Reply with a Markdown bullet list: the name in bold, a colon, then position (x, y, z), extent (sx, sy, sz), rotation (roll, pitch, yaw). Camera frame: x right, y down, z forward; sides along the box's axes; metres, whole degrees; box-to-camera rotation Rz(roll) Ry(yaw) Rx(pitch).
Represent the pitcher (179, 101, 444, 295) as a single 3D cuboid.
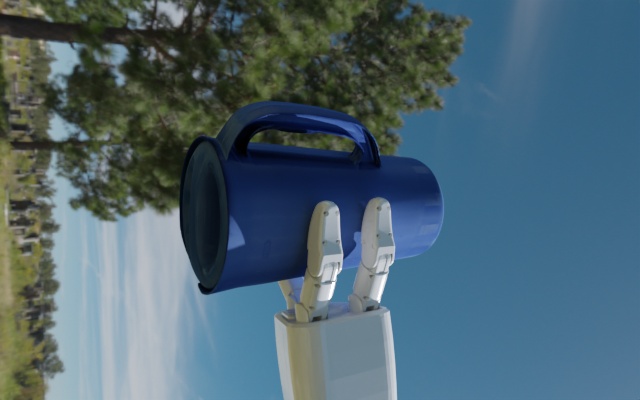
- **pitcher**: position (0.000, 0.002, 0.453), extent (0.243, 0.145, 0.149), rotation (-2, -8, -31)
